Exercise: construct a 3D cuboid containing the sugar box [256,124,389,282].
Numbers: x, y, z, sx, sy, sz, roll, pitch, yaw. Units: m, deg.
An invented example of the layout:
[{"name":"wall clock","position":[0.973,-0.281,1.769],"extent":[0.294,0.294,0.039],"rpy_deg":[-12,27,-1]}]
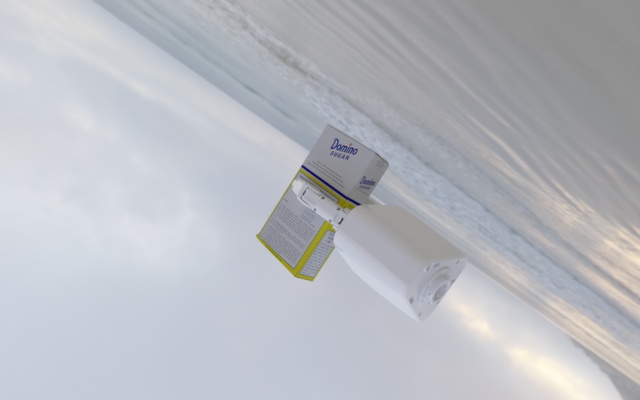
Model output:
[{"name":"sugar box","position":[0.000,0.002,0.598],"extent":[0.093,0.176,0.048],"rpy_deg":[38,5,38]}]
